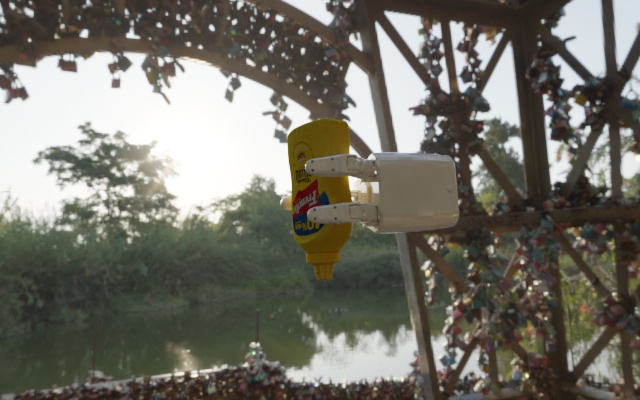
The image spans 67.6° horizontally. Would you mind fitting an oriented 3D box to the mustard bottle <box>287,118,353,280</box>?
[{"bbox_3d":[0.000,0.002,0.593,0.058,0.191,0.096,2,-9,-38],"label":"mustard bottle"}]
